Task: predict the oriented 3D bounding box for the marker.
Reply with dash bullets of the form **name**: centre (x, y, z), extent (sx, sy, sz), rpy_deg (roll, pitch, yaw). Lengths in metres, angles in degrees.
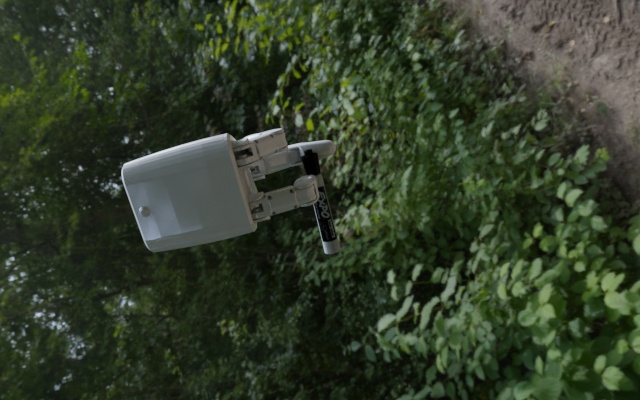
- **marker**: centre (0.000, 0.002, 0.537), extent (0.020, 0.121, 0.020), rpy_deg (-13, 14, 3)
